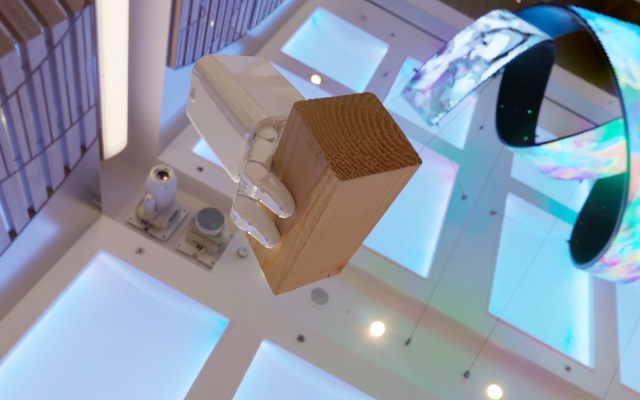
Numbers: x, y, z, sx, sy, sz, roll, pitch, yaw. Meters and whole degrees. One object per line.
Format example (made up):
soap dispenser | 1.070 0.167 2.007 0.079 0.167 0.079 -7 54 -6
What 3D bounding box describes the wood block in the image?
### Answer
wood block | 0.000 0.001 0.480 0.091 0.090 0.206 -15 -28 -31
